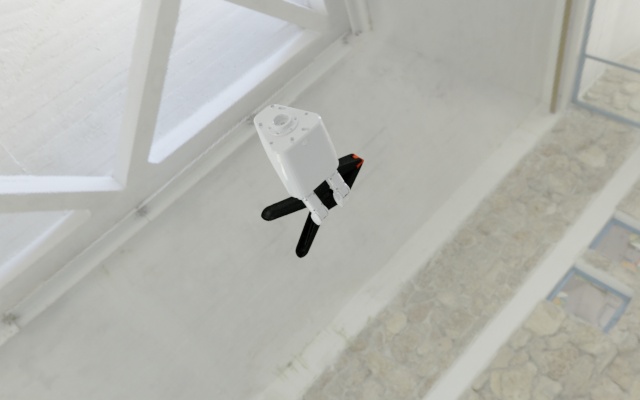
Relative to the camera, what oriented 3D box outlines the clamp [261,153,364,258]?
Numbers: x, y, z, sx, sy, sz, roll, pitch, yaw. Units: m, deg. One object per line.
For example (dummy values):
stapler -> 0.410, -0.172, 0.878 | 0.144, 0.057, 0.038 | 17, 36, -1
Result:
clamp -> 0.000, 0.002, 0.848 | 0.036, 0.210, 0.165 | 37, -18, 34
